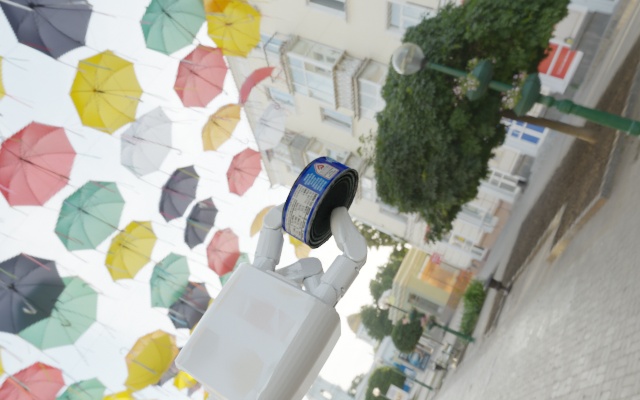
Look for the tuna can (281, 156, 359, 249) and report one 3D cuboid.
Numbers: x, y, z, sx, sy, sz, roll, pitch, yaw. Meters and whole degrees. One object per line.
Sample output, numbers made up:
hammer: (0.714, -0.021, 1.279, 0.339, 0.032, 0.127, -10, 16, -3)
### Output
tuna can: (0.000, 0.001, 0.458, 0.033, 0.086, 0.086, 29, 11, 20)
